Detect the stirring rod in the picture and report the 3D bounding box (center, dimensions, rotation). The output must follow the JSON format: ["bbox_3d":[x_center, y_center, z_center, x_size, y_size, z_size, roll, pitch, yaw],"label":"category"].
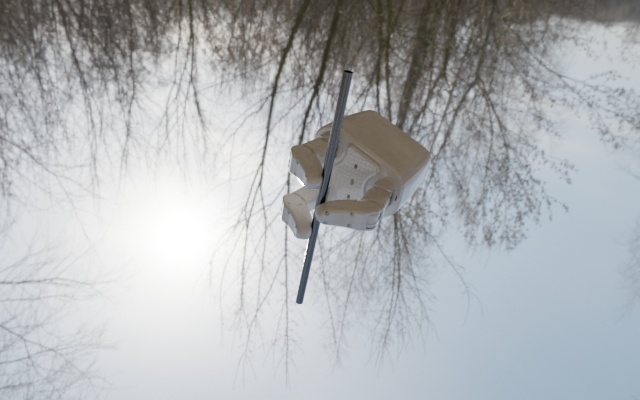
[{"bbox_3d":[0.000,0.001,0.435,0.011,0.240,0.011,9,29,-5],"label":"stirring rod"}]
